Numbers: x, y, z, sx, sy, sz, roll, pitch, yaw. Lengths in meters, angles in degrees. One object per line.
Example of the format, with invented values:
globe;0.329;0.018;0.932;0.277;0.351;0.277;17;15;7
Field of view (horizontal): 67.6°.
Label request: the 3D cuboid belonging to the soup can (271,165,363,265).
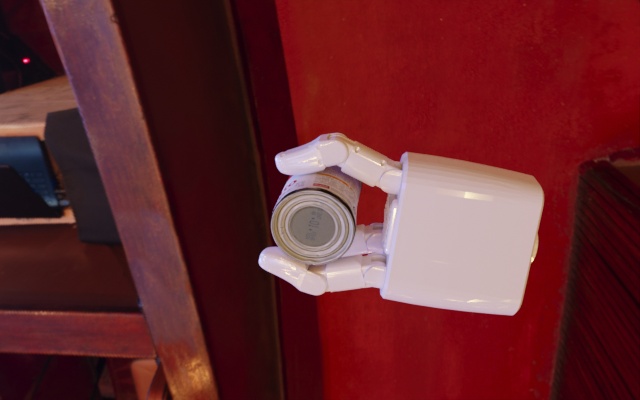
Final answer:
soup can;0.000;0.001;0.408;0.068;0.068;0.102;0;24;8
